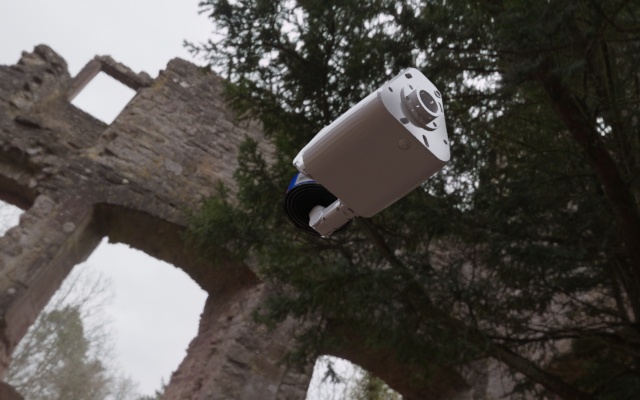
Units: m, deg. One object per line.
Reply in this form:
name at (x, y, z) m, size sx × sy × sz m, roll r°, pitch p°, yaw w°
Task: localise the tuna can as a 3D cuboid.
tuna can at (0.000, 0.002, 0.577) m, size 0.086 × 0.086 × 0.033 m, roll 0°, pitch 42°, yaw 16°
